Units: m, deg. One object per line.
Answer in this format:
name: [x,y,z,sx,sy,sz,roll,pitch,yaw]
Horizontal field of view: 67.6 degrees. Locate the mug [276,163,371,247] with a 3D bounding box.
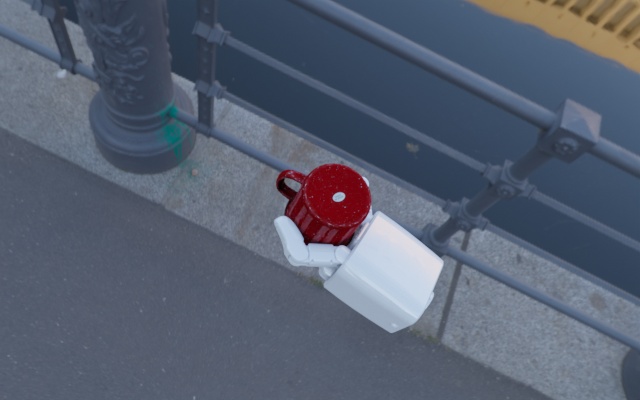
mug: [-0.001,0.001,0.562,0.117,0.093,0.081,35,-28,1]
